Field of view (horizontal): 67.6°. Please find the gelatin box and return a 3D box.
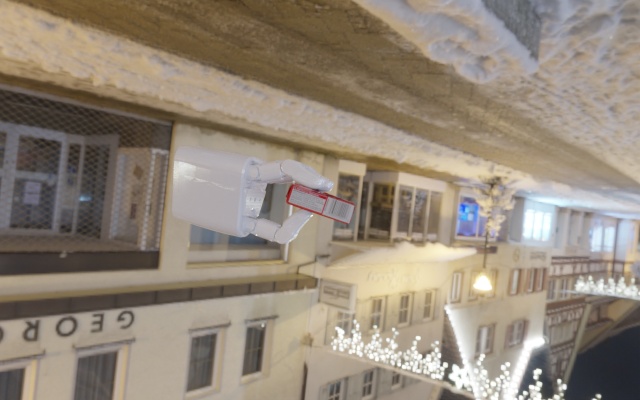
[{"bbox_3d":[0.000,0.003,0.642,0.089,0.030,0.073,19,2,0],"label":"gelatin box"}]
